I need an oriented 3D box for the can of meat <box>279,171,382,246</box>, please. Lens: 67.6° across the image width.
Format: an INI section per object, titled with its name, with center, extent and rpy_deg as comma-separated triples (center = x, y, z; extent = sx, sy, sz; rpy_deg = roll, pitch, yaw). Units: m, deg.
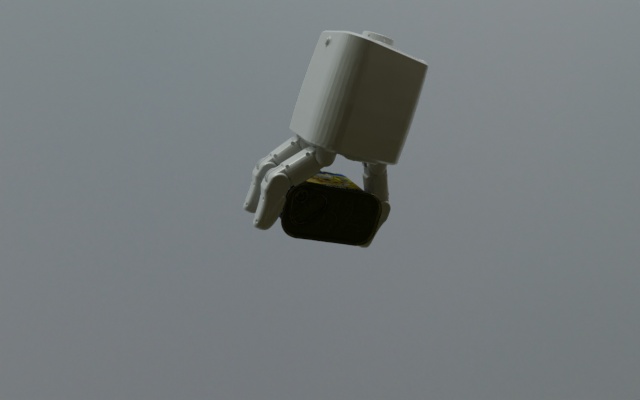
[can of meat]
center = 0.000, 0.002, 0.505
extent = 0.102, 0.057, 0.084
rpy_deg = 9, 16, -21
